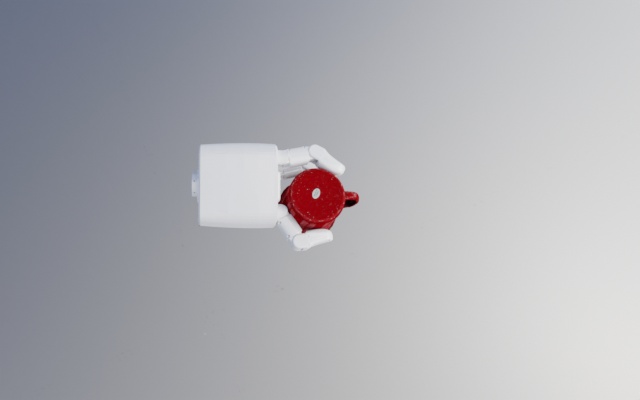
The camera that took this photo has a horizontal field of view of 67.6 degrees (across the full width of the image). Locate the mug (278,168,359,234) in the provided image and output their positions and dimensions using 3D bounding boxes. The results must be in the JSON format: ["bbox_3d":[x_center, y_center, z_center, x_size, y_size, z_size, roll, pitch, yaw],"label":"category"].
[{"bbox_3d":[0.002,0.002,0.698,0.117,0.093,0.081,-2,-15,-13],"label":"mug"}]
